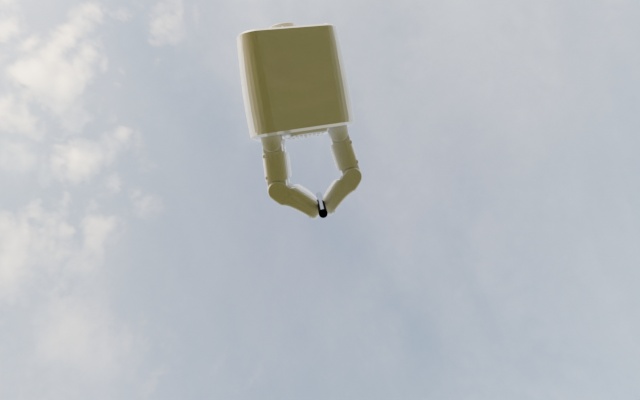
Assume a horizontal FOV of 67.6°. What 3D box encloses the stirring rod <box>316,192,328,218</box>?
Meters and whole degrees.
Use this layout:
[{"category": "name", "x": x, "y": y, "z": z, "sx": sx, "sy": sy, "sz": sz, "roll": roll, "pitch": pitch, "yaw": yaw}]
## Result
[{"category": "stirring rod", "x": 0.000, "y": 0.002, "z": 0.536, "sx": 0.011, "sy": 0.011, "sz": 0.239, "roll": 0, "pitch": 5, "yaw": -1}]
